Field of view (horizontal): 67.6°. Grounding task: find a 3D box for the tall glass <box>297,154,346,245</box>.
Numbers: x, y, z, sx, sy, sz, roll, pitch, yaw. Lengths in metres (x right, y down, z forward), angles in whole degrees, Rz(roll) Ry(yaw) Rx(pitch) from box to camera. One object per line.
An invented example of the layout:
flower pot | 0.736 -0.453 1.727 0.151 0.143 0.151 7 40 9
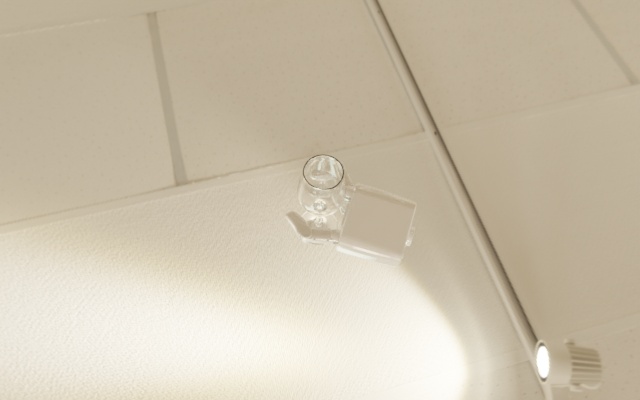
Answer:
tall glass | 0.000 0.003 0.797 0.079 0.079 0.201 0 -27 -2
